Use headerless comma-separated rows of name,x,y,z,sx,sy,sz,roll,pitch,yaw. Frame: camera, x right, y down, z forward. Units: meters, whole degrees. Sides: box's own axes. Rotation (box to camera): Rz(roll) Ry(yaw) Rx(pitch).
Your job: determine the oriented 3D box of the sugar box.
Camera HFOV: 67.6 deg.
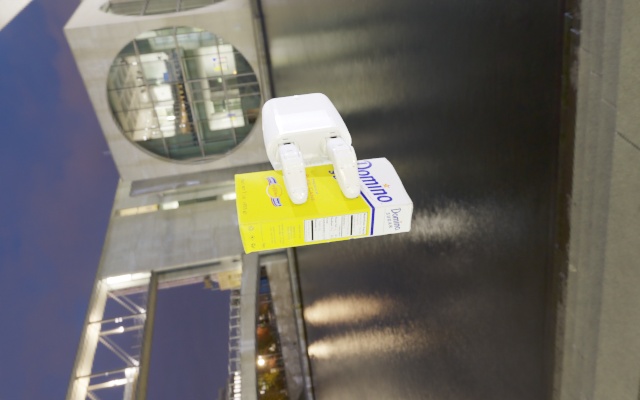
sugar box,0.000,0.001,0.514,0.176,0.048,0.093,-10,38,-7
